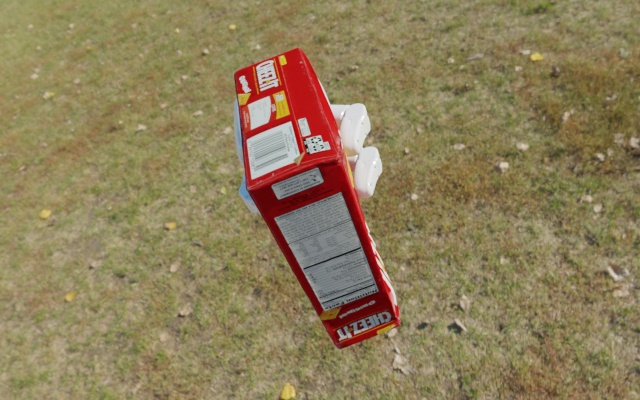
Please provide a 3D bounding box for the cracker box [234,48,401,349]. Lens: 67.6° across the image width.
[{"bbox_3d":[0.000,0.001,0.422,0.072,0.214,0.164,-20,42,4],"label":"cracker box"}]
